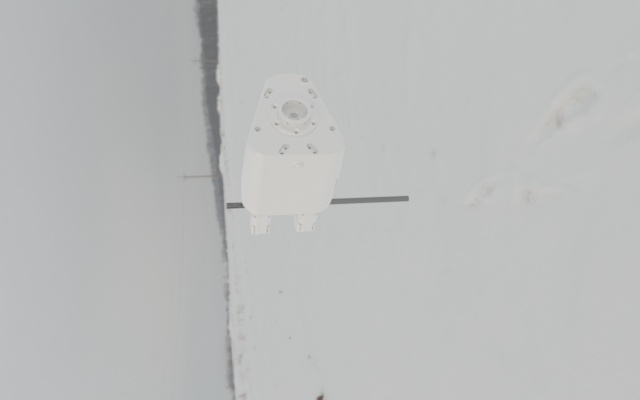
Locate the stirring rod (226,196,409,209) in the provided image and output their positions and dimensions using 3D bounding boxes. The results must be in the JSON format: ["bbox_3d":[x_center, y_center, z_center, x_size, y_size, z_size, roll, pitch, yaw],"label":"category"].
[{"bbox_3d":[0.000,0.002,0.620,0.239,0.011,0.011,-2,0,-11],"label":"stirring rod"}]
